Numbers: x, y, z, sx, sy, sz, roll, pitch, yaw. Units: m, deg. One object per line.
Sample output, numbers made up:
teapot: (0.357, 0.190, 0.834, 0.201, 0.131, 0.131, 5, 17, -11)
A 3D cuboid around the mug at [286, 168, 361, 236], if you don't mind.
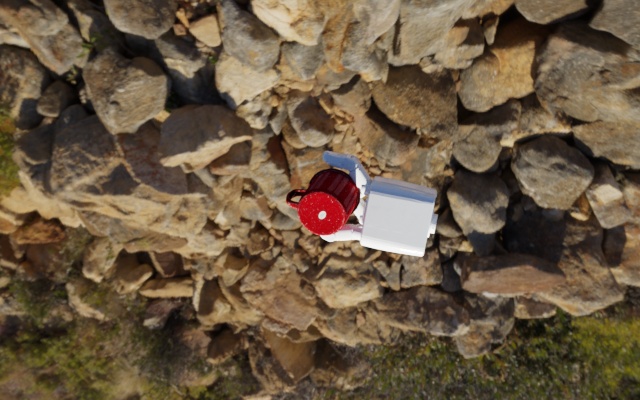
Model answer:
mug: (-0.001, 0.002, 0.779, 0.117, 0.093, 0.081, 12, 27, 12)
